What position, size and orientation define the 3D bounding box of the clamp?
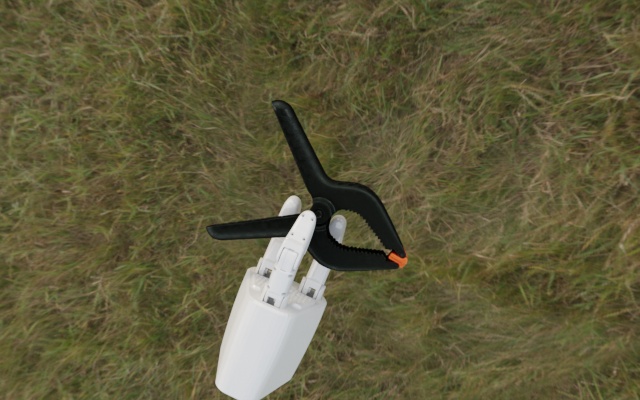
[{"bbox_3d":[0.000,0.002,0.496,0.210,0.164,0.036,23,9,7],"label":"clamp"}]
